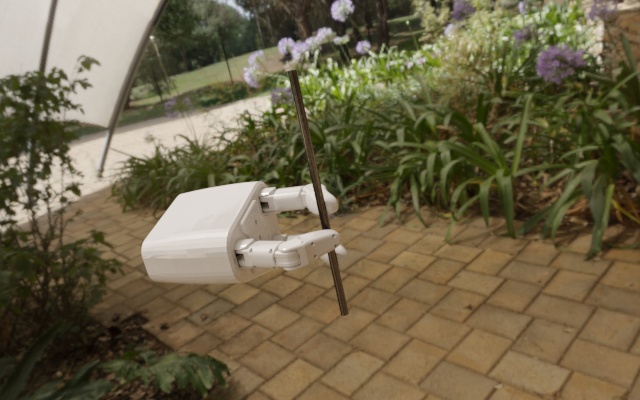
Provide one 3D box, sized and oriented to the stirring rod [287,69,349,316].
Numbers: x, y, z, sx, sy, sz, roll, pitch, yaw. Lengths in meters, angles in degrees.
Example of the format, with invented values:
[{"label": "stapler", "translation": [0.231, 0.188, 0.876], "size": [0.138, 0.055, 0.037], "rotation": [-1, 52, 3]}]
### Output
[{"label": "stirring rod", "translation": [0.000, 0.002, 0.442], "size": [0.011, 0.239, 0.011], "rotation": [-11, 18, 4]}]
